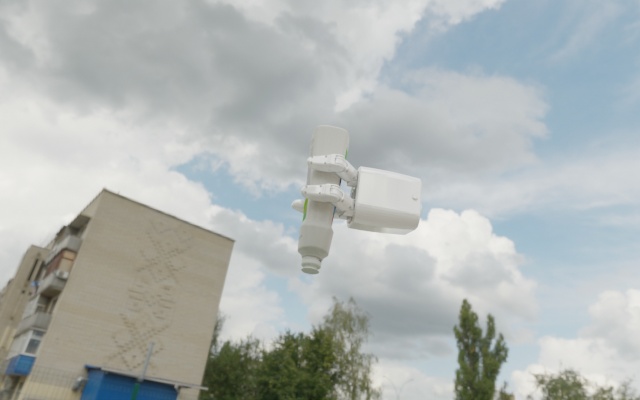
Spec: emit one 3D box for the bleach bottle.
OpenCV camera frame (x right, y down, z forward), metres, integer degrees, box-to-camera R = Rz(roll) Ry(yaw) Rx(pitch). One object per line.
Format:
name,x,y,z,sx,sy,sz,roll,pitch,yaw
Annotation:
bleach bottle,0.000,0.003,0.796,0.068,0.250,0.103,10,-27,-1
